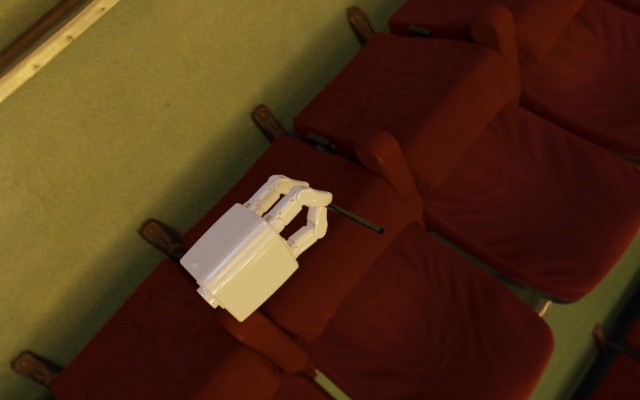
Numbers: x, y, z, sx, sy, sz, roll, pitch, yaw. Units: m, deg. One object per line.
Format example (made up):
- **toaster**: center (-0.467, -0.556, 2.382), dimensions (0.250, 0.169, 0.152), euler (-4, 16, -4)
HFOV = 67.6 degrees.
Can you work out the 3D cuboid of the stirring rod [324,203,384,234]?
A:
- **stirring rod**: center (0.000, 0.002, 0.638), dimensions (0.011, 0.011, 0.239), euler (0, 16, -37)
